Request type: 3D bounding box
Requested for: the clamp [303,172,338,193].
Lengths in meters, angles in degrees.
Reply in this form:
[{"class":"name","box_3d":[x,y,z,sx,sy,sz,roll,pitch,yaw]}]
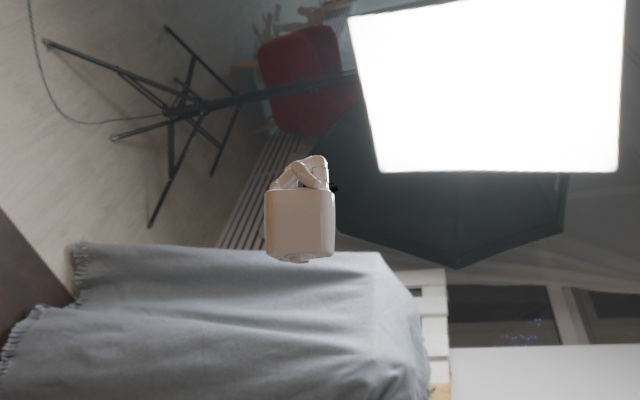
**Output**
[{"class":"clamp","box_3d":[0.001,0.003,0.899,0.039,0.120,0.171,-6,-18,17]}]
